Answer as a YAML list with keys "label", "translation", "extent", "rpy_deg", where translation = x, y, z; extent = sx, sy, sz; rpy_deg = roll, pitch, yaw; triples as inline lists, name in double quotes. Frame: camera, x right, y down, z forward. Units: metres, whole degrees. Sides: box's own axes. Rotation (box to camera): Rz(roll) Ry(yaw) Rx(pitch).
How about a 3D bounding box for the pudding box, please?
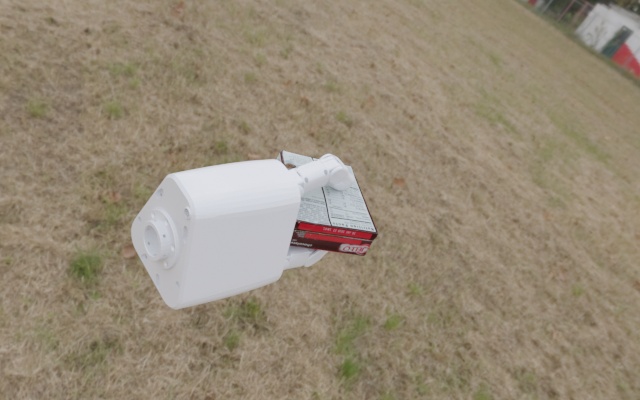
- label: "pudding box"
  translation: [0.000, 0.001, 0.491]
  extent: [0.090, 0.039, 0.113]
  rpy_deg: [11, 40, -24]
